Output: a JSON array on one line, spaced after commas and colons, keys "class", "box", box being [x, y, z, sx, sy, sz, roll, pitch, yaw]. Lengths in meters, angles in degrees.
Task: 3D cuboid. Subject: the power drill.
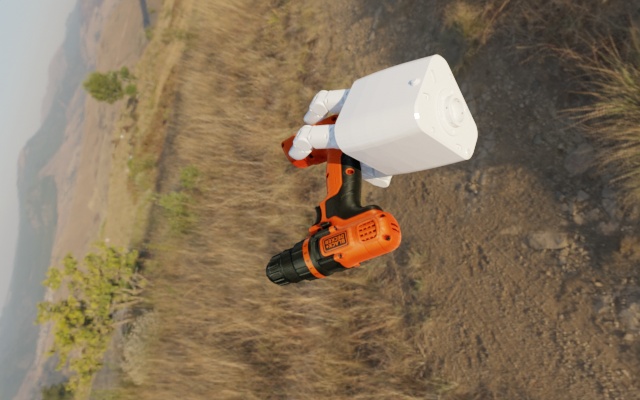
[{"class": "power drill", "box": [0.000, 0.001, 0.596, 0.184, 0.187, 0.057, -22, -26, 27]}]
